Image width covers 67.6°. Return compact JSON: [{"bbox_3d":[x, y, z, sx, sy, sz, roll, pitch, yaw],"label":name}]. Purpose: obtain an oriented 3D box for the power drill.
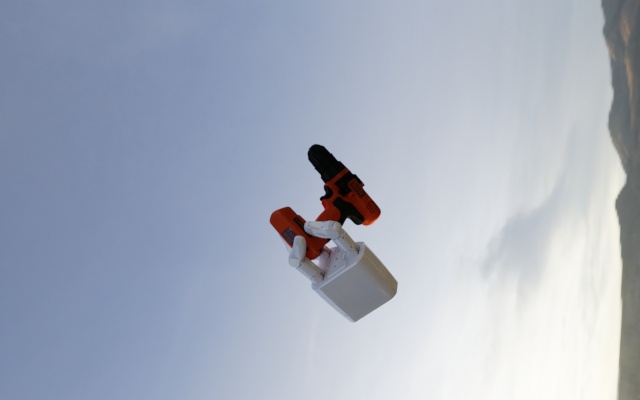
[{"bbox_3d":[0.000,0.003,0.849,0.187,0.184,0.057,-39,-4,-35],"label":"power drill"}]
